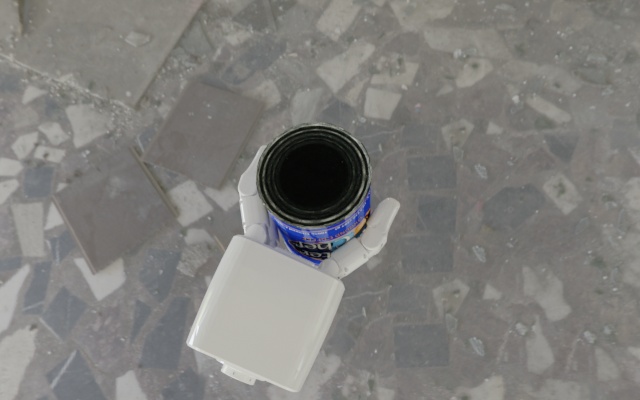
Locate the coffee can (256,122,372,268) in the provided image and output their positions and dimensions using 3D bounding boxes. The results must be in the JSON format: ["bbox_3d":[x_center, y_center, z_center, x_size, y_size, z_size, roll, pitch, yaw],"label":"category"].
[{"bbox_3d":[0.000,0.001,0.479,0.103,0.102,0.140,0,-22,6],"label":"coffee can"}]
